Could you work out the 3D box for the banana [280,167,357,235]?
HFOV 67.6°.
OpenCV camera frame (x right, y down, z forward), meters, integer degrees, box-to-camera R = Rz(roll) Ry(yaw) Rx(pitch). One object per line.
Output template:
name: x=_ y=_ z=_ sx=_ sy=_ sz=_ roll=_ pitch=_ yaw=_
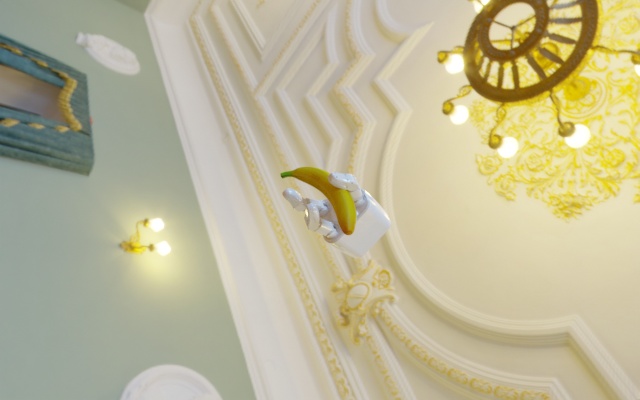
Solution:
banana: x=0.012 y=-0.011 z=0.843 sx=0.197 sy=0.069 sz=0.037 roll=40 pitch=-15 yaw=38
